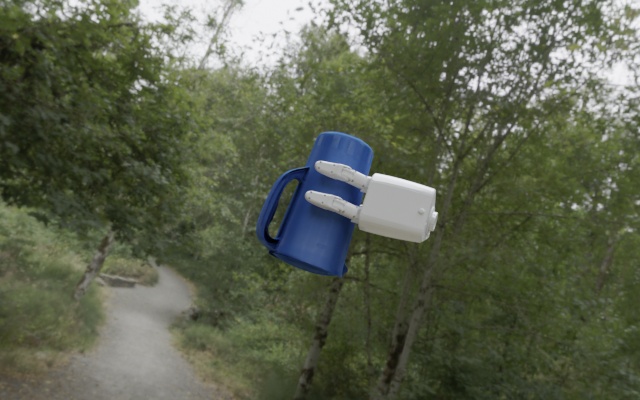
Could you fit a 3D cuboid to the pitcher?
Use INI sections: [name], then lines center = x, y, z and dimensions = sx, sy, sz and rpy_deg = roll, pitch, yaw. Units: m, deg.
[pitcher]
center = 0.000, 0.003, 0.839
dimensions = 0.145, 0.242, 0.149
rpy_deg = 14, -13, 20
